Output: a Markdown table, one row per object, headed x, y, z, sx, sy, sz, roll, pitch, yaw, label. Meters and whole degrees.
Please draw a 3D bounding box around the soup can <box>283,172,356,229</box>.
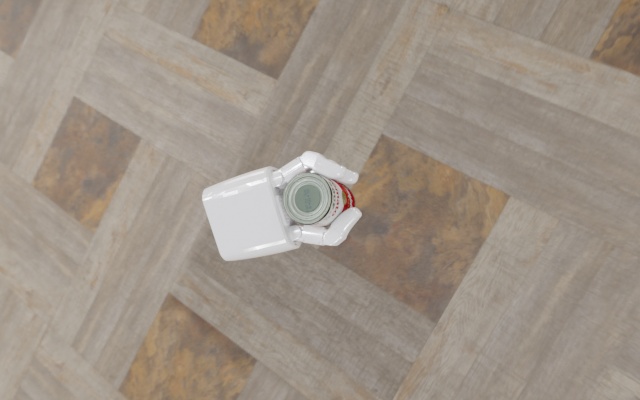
| x | y | z | sx | sy | sz | roll | pitch | yaw | label |
| --- | --- | --- | --- | --- | --- | --- | --- | --- | --- |
| 0.000 | 0.002 | 0.634 | 0.068 | 0.068 | 0.102 | 0 | -6 | 21 | soup can |
